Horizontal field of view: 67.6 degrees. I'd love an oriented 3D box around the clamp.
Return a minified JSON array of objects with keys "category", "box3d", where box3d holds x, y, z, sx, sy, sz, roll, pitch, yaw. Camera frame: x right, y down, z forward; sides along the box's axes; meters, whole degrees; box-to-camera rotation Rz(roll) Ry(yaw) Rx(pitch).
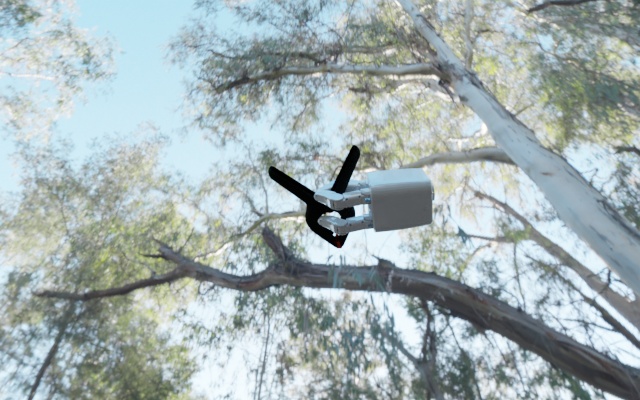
[{"category":"clamp","box3d":[0.000,0.003,0.880,0.164,0.210,0.036,-7,33,3]}]
